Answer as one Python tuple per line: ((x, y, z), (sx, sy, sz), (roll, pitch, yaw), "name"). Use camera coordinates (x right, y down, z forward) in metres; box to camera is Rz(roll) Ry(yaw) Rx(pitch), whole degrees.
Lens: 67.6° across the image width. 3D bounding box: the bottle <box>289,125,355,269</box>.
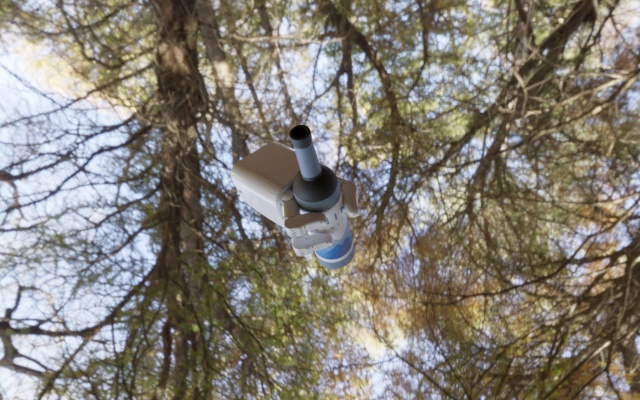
((0.000, 0.002, 0.707), (0.069, 0.069, 0.296), (0, -36, 13), "bottle")
